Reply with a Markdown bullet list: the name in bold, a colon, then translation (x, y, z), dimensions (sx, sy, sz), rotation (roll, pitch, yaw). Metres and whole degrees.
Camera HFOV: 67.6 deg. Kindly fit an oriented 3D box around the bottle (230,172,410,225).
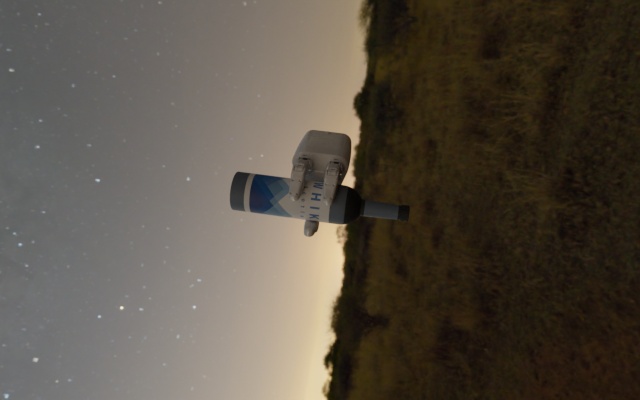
- **bottle**: translation (0.000, 0.003, 0.802), dimensions (0.296, 0.069, 0.069), rotation (8, 1, 5)
